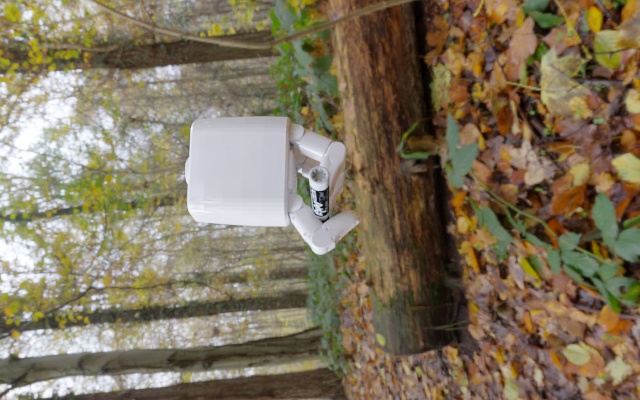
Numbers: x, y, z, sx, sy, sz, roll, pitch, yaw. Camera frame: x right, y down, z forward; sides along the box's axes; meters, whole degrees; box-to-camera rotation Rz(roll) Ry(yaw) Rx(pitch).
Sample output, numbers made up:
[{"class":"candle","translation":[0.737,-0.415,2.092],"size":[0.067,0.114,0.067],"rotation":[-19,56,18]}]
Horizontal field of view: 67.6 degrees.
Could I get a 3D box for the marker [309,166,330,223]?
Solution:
[{"class":"marker","translation":[0.000,0.002,0.485],"size":[0.020,0.020,0.121],"rotation":[0,-24,1]}]
